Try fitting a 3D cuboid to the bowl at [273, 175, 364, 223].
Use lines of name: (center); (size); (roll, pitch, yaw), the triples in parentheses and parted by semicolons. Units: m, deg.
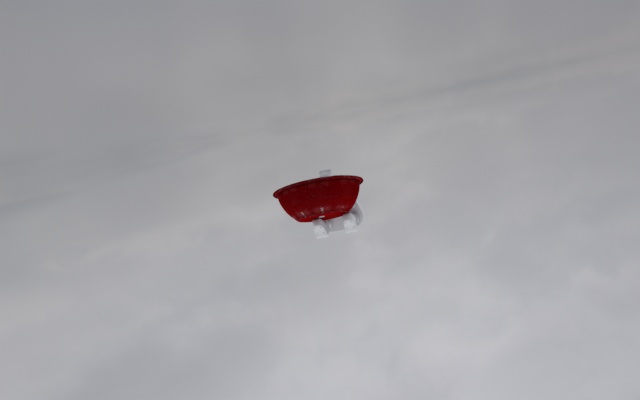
bowl: (0.000, 0.003, 0.834); (0.162, 0.055, 0.162); (-9, -10, -2)
